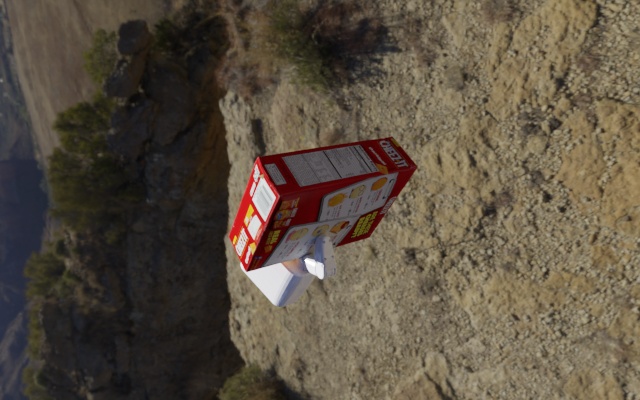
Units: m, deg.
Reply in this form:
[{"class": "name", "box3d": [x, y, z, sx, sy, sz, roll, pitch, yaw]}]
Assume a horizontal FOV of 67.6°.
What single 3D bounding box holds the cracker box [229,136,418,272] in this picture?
[{"class": "cracker box", "box3d": [0.000, 0.002, 0.639, 0.213, 0.072, 0.164, -13, -32, -33]}]
